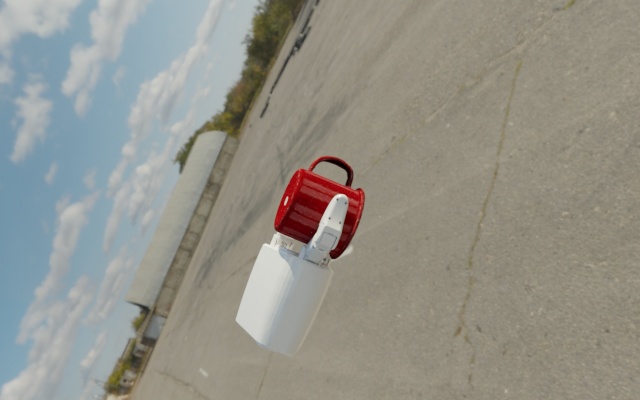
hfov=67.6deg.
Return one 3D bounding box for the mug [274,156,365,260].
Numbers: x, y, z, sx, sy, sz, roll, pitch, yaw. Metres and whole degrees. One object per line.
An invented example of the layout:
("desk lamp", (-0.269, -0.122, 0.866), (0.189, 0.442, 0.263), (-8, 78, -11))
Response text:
("mug", (0.000, 0.000, 0.572), (0.081, 0.117, 0.093), (23, -8, -12))
